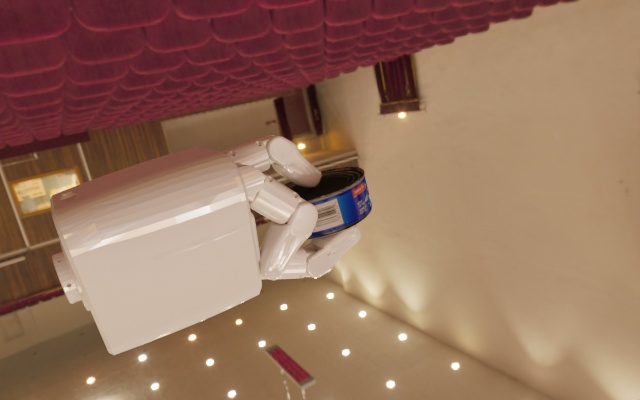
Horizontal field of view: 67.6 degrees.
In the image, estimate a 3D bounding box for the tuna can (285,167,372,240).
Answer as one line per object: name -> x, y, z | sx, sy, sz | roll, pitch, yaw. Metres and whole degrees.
tuna can -> 0.000, 0.002, 0.409 | 0.086, 0.034, 0.086 | -15, 16, 5
